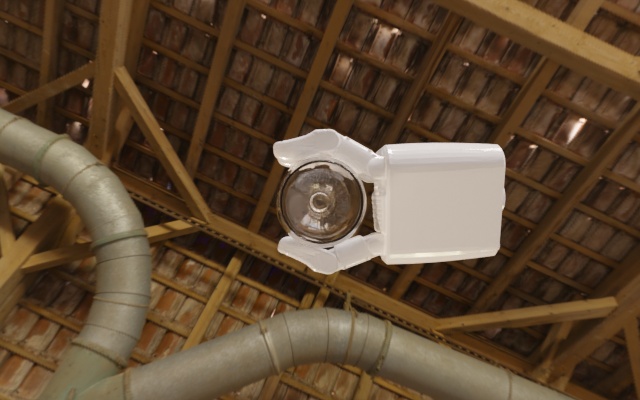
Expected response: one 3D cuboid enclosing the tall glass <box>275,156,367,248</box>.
[{"bbox_3d":[0.000,0.002,0.447,0.079,0.079,0.201,0,0,0],"label":"tall glass"}]
